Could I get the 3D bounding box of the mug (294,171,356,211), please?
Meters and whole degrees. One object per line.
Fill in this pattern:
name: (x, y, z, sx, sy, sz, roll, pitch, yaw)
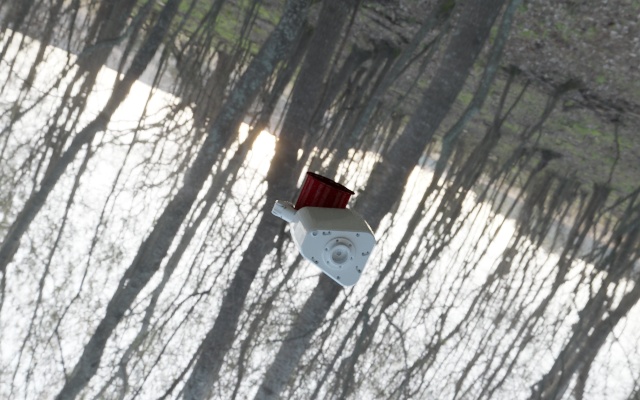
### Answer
mug: (0.000, 0.003, 0.836, 0.093, 0.081, 0.117, 22, 9, -14)
